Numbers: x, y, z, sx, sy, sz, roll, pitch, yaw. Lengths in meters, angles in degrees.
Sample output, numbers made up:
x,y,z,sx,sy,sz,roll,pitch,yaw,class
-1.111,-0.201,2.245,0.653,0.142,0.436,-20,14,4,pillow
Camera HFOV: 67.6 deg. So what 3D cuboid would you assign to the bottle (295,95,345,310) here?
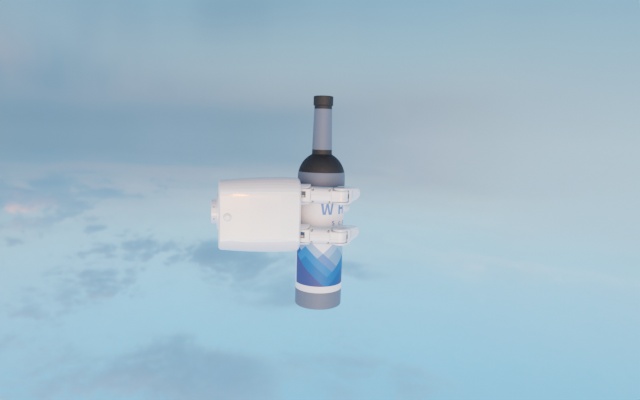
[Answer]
x,y,z,sx,sy,sz,roll,pitch,yaw,class
0.000,0.002,0.677,0.069,0.296,0.069,2,8,0,bottle
